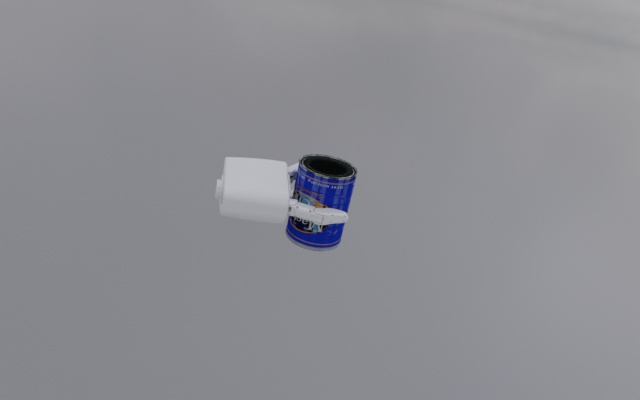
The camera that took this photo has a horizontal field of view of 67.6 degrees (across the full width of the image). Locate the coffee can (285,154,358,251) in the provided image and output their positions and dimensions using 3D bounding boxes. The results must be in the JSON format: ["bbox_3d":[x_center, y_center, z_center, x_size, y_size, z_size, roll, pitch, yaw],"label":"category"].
[{"bbox_3d":[0.000,0.003,0.835,0.103,0.140,0.102,10,25,-5],"label":"coffee can"}]
